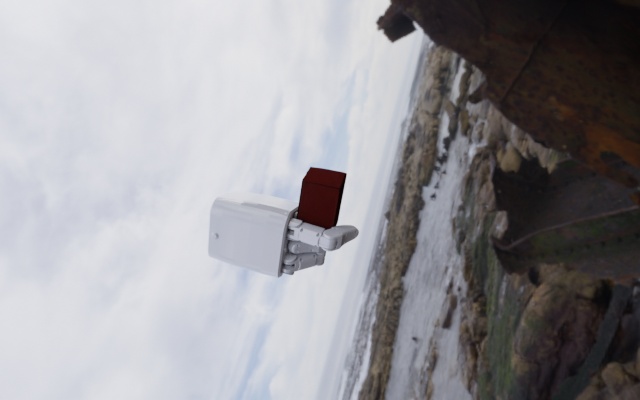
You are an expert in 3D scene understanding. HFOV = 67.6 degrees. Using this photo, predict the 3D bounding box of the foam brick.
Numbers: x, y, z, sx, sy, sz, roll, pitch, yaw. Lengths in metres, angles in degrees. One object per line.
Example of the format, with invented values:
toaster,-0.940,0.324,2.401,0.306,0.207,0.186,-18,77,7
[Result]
foam brick,0.000,0.002,0.635,0.051,0.078,0.053,13,27,7
